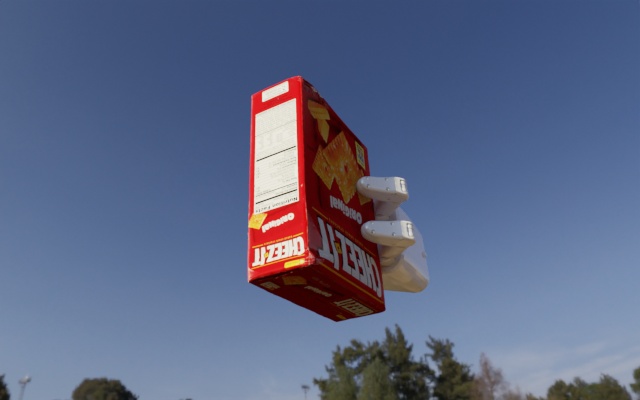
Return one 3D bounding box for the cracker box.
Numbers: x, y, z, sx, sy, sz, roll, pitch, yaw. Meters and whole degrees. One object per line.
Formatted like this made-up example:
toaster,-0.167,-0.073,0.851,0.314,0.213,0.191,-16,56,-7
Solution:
cracker box,0.000,0.002,0.507,0.072,0.213,0.164,-19,-33,24
